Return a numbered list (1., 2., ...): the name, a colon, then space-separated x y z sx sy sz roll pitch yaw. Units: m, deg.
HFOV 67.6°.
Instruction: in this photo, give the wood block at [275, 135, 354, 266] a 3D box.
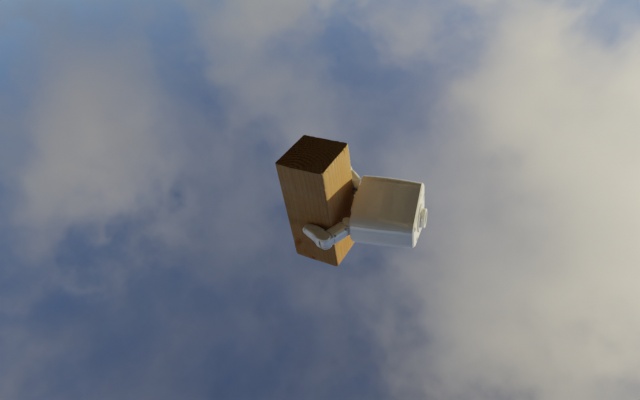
1. wood block: 0.000 0.003 0.825 0.090 0.206 0.090 15 45 28
